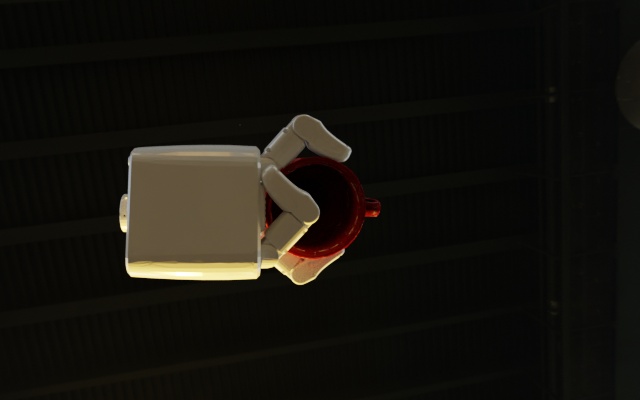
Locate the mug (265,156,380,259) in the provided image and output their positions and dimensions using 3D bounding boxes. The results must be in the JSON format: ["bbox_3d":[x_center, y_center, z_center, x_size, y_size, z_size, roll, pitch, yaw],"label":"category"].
[{"bbox_3d":[0.001,0.001,0.468,0.117,0.093,0.081,1,9,-11],"label":"mug"}]
